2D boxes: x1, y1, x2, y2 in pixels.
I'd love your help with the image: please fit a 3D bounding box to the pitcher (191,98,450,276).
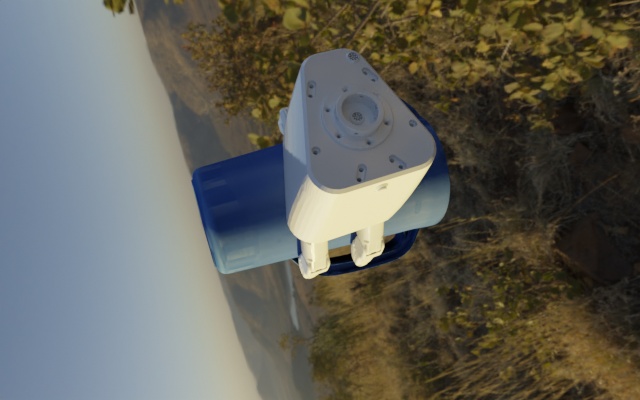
[{"bbox_3d":[0.000,0.002,0.500,0.243,0.149,0.145,-15,-17,-15],"label":"pitcher"}]
